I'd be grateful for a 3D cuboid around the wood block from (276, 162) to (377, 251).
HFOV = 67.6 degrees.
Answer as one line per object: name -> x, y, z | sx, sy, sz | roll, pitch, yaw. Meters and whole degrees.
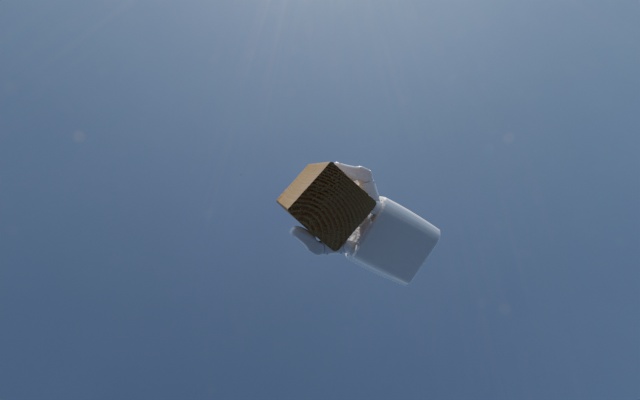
wood block -> 0.000, 0.003, 0.735 | 0.090, 0.091, 0.206 | 41, -4, -9
